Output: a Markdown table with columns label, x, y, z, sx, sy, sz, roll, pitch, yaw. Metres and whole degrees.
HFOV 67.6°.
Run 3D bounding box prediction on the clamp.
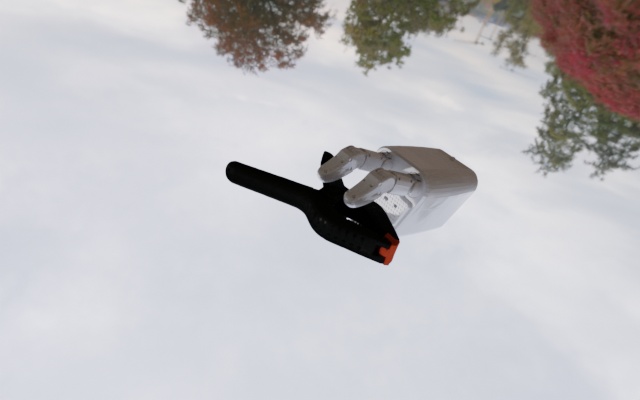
| label | x | y | z | sx | sy | sz | roll | pitch | yaw |
| --- | --- | --- | --- | --- | --- | --- | --- | --- | --- |
| clamp | 0.000 | 0.003 | 0.541 | 0.164 | 0.036 | 0.210 | -7 | 37 | -36 |
